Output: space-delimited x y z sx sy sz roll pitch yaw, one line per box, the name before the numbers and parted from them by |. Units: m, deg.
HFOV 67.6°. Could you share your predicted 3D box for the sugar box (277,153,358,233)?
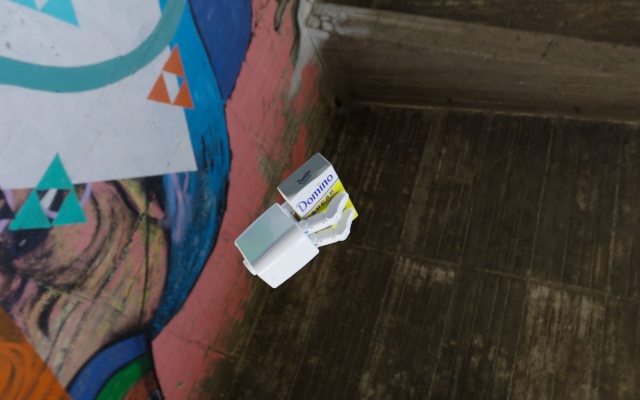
sugar box | 0.000 0.003 0.845 0.048 0.093 0.176 46 -6 32
